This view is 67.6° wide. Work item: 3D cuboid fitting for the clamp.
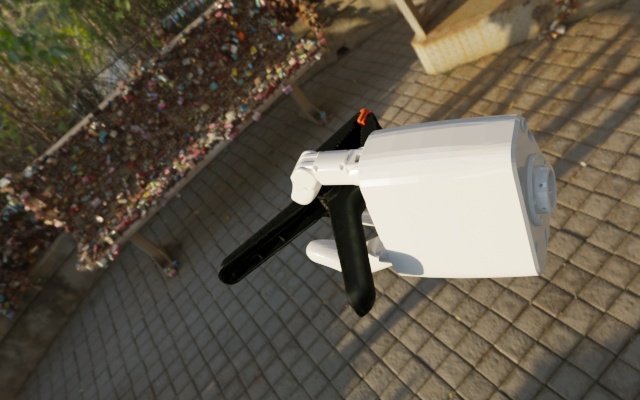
[{"bbox_3d":[0.000,0.000,0.436,0.164,0.210,0.036,-3,-39,35],"label":"clamp"}]
